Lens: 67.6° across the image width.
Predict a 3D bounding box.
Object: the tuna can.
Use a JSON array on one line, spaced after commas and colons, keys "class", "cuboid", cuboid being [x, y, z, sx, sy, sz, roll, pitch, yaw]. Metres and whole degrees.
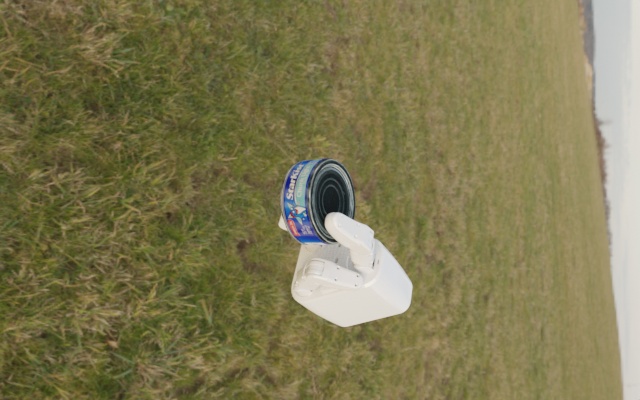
[{"class": "tuna can", "cuboid": [0.001, 0.001, 0.472, 0.034, 0.086, 0.086, -3, -2, 35]}]
